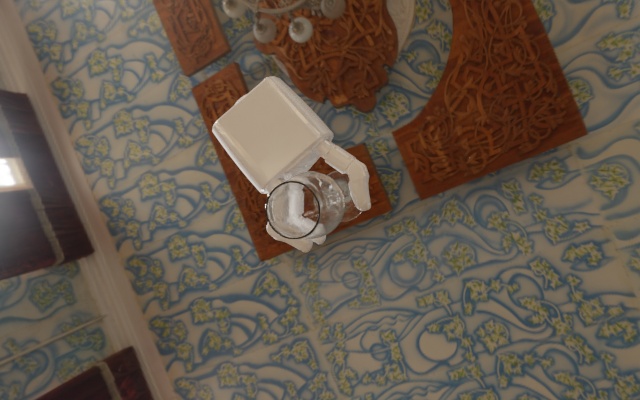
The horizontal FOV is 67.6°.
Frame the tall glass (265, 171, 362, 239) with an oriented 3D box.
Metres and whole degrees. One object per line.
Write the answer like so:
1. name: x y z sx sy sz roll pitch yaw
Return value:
1. tall glass: 0.000 0.002 0.591 0.079 0.079 0.201 0 5 17
